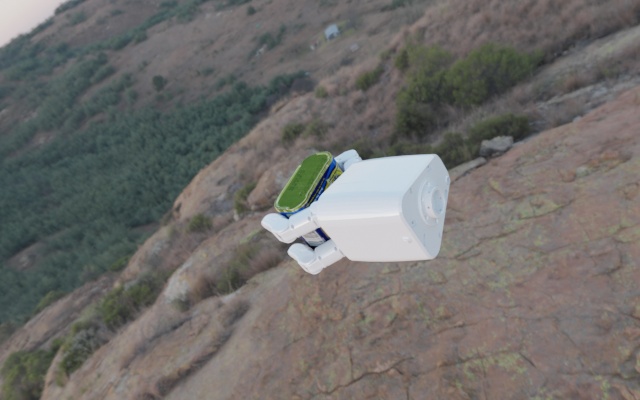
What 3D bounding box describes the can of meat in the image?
[{"bbox_3d":[0.000,0.002,0.597,0.057,0.102,0.084,-2,-43,43],"label":"can of meat"}]
